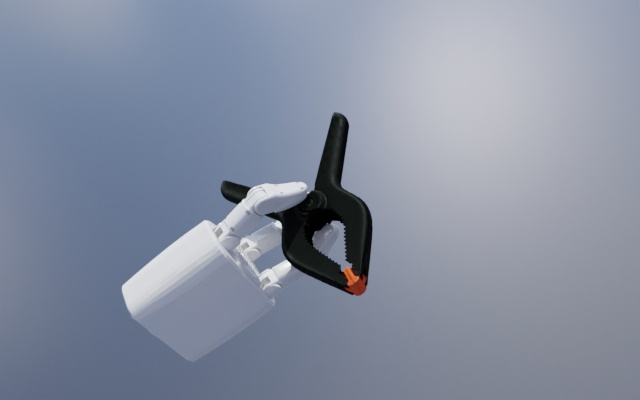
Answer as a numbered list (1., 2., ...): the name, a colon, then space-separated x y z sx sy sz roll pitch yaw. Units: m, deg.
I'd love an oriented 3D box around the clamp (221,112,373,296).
1. clamp: 0.000 0.002 0.489 0.164 0.210 0.036 -38 -38 -2
